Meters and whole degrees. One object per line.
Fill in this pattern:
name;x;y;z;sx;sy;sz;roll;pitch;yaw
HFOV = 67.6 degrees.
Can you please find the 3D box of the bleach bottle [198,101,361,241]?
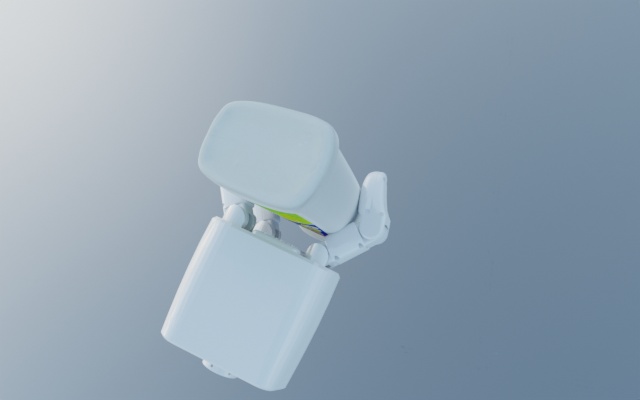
bleach bottle;0.000;0.001;0.429;0.102;0.068;0.251;20;-9;24
